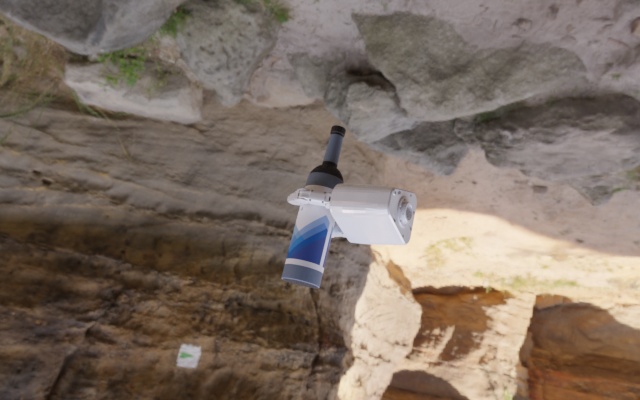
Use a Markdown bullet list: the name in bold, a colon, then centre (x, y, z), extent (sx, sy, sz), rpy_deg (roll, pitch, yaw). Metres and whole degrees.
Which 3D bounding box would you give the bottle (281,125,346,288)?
- **bottle**: centre (0.000, 0.003, 0.846), extent (0.069, 0.295, 0.069), rpy_deg (13, -17, 4)
